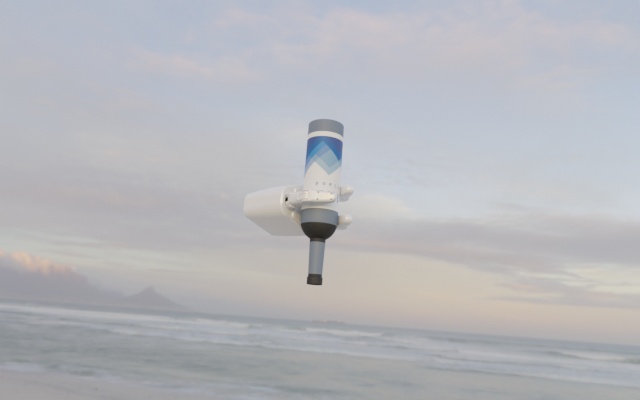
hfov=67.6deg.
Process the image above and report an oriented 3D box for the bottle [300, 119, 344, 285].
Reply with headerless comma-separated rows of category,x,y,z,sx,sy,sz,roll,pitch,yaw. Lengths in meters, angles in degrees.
bottle,0.000,0.003,0.858,0.069,0.295,0.069,4,-14,1
